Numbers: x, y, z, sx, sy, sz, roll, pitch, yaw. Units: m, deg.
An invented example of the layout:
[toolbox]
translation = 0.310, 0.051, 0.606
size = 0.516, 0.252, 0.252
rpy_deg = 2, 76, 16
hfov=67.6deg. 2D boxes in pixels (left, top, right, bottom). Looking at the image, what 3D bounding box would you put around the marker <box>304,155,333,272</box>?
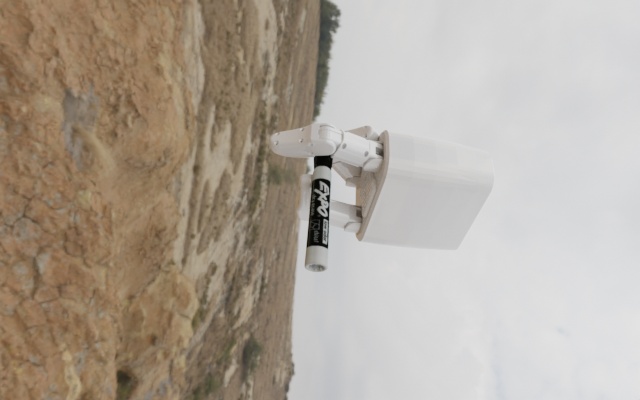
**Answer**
[marker]
translation = 0.000, 0.001, 0.407
size = 0.020, 0.121, 0.020
rpy_deg = 3, -30, 2
